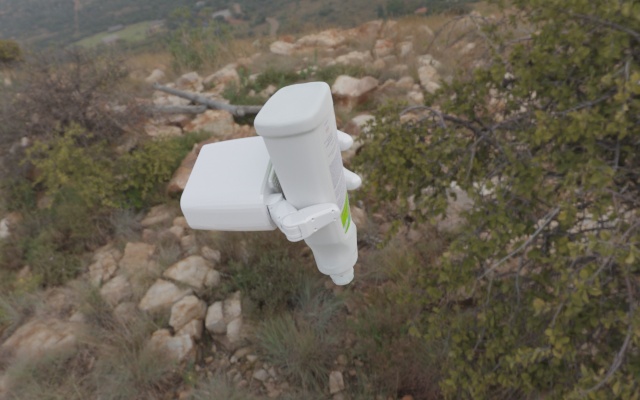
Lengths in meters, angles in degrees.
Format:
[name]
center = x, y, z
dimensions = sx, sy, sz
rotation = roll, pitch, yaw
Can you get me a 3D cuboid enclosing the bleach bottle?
[bleach bottle]
center = 0.000, 0.002, 0.543
dimensions = 0.068, 0.251, 0.102
rotation = -3, 34, 18
